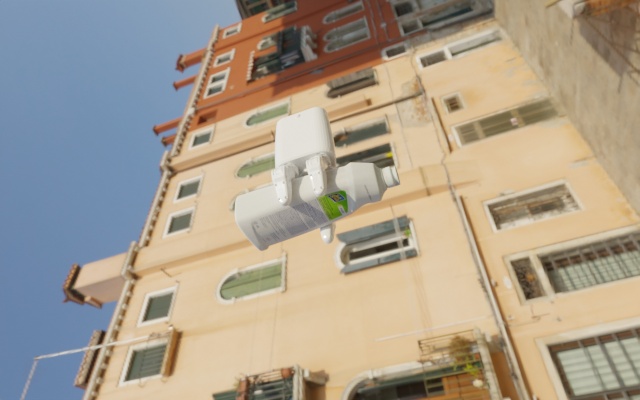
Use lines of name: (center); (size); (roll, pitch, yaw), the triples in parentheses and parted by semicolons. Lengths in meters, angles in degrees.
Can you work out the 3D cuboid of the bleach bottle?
bleach bottle: (0.000, 0.002, 0.738); (0.251, 0.068, 0.103); (-17, -41, 13)
